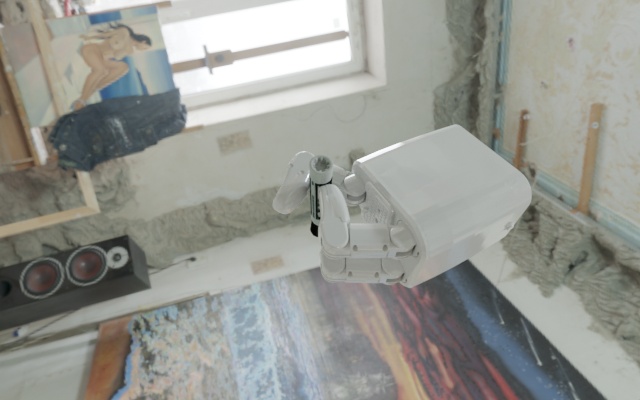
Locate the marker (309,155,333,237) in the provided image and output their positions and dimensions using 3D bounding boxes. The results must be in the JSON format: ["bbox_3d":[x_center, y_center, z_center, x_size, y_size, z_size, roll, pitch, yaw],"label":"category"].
[{"bbox_3d":[0.000,0.001,0.423,0.020,0.020,0.121,0,-30,-1],"label":"marker"}]
